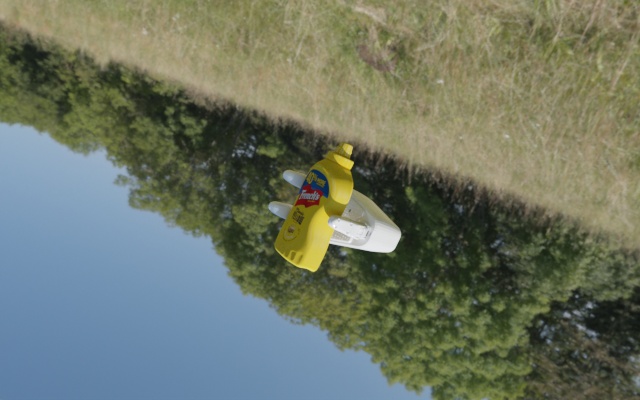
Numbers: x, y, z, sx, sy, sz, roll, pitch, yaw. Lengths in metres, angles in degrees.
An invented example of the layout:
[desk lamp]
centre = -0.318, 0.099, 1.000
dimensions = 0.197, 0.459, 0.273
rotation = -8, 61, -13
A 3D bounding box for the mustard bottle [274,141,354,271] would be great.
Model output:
[mustard bottle]
centre = 0.000, 0.002, 0.715
dimensions = 0.058, 0.191, 0.096
rotation = 23, 5, -31
